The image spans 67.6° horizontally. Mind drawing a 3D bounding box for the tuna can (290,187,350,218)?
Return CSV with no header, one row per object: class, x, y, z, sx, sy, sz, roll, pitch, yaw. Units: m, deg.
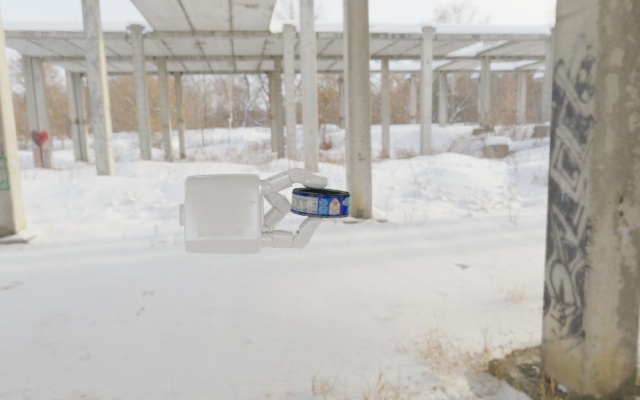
tuna can,0.000,0.002,0.689,0.086,0.034,0.086,4,7,-1
